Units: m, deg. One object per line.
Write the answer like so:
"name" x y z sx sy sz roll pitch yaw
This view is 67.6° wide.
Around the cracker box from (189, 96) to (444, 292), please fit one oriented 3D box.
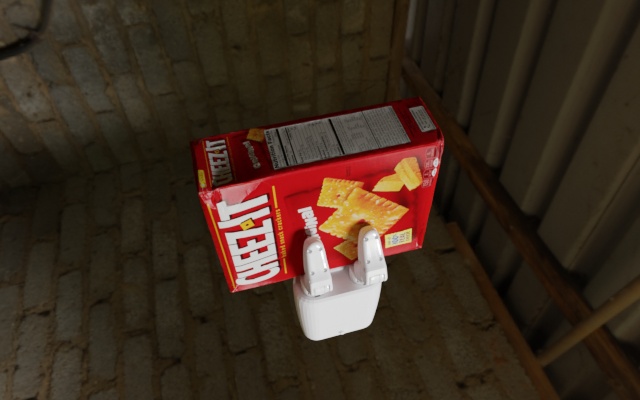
"cracker box" 0.000 0.001 0.464 0.213 0.072 0.164 -13 -39 -9
